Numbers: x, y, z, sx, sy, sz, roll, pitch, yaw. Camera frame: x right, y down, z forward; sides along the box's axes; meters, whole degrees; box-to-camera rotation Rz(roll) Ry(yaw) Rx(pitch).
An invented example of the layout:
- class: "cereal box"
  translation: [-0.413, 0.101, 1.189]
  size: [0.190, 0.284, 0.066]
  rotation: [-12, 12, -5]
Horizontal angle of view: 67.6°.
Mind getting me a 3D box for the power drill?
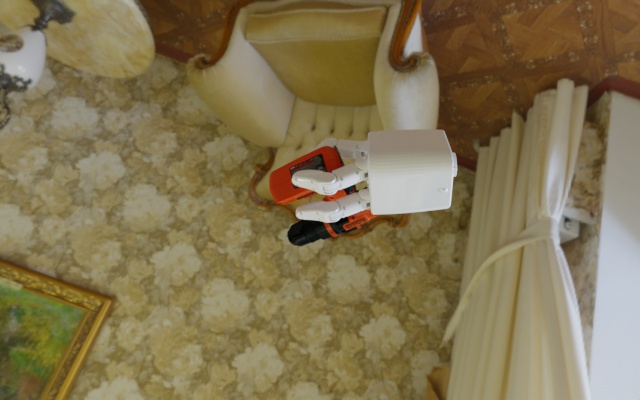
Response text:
- class: "power drill"
  translation: [0.000, 0.002, 0.716]
  size: [0.184, 0.057, 0.188]
  rotation: [-26, -29, 14]
